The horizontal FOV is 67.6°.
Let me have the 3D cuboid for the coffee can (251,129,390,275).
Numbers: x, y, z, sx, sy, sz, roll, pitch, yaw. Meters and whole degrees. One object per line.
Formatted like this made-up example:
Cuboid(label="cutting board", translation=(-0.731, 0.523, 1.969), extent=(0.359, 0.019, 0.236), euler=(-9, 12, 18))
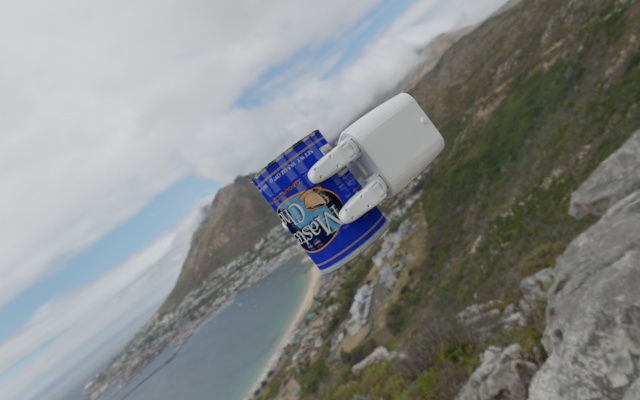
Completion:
Cuboid(label="coffee can", translation=(0.000, 0.002, 0.570), extent=(0.103, 0.140, 0.103), euler=(-37, 2, 2))
